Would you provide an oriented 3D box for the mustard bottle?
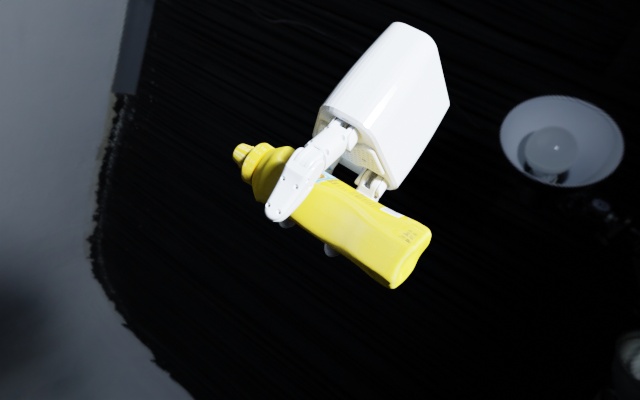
[{"bbox_3d":[0.000,0.002,0.421,0.191,0.058,0.096,32,11,18],"label":"mustard bottle"}]
